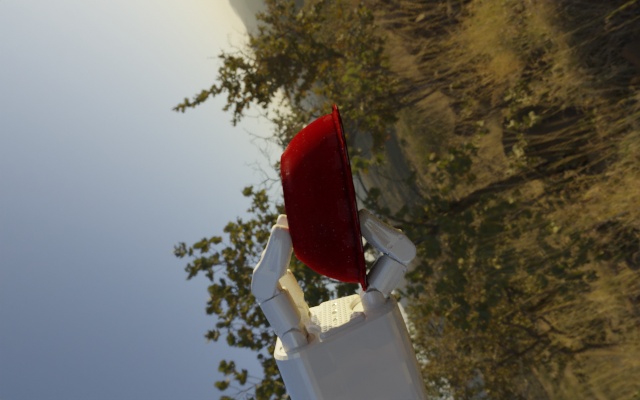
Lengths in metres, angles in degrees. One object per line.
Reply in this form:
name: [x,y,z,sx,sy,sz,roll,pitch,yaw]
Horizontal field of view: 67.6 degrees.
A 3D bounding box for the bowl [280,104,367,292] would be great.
bowl: [-0.001,0.000,0.414,0.055,0.162,0.162,-9,0,1]
